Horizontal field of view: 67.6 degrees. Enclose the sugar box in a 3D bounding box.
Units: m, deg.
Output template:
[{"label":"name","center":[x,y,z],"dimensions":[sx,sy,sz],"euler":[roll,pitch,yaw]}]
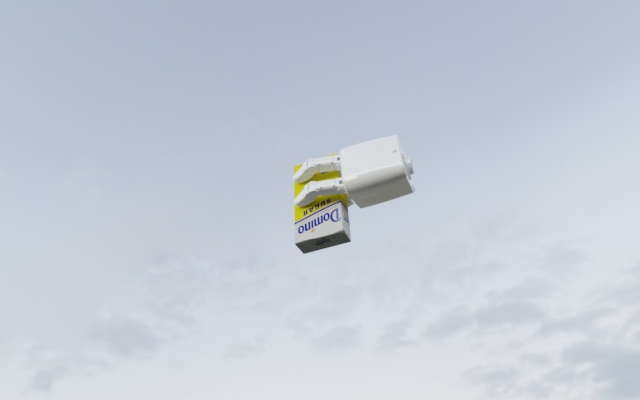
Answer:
[{"label":"sugar box","center":[0.000,0.002,0.863],"dimensions":[0.093,0.176,0.048],"euler":[-17,-41,17]}]
